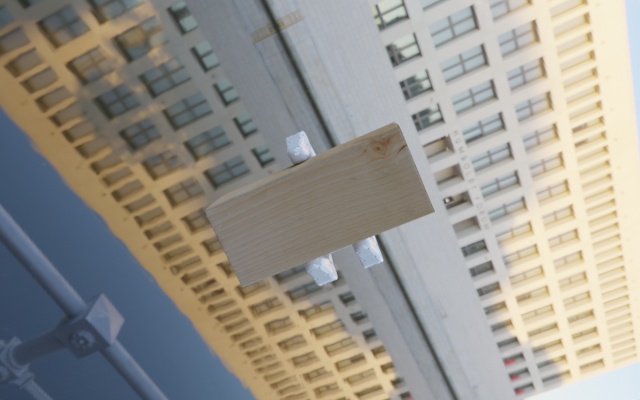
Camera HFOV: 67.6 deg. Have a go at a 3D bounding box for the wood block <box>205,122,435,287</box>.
[{"bbox_3d":[0.000,0.001,0.500,0.206,0.091,0.090,-23,9,10],"label":"wood block"}]
